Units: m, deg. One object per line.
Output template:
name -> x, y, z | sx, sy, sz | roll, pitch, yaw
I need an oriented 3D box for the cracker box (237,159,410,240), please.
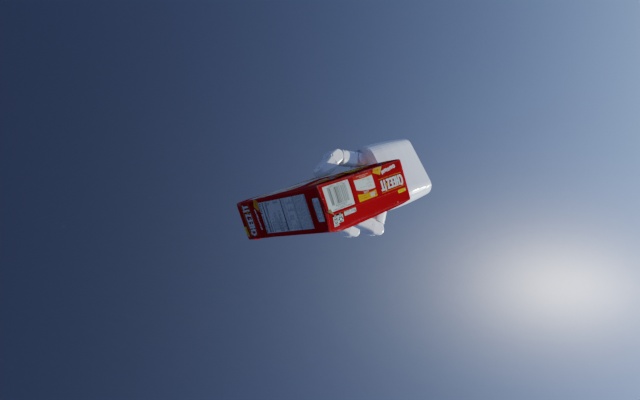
cracker box -> 0.000, 0.002, 0.723 | 0.164, 0.072, 0.214 | -20, 6, -38
